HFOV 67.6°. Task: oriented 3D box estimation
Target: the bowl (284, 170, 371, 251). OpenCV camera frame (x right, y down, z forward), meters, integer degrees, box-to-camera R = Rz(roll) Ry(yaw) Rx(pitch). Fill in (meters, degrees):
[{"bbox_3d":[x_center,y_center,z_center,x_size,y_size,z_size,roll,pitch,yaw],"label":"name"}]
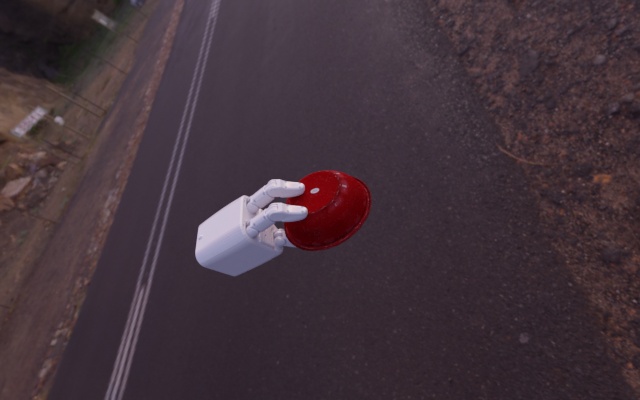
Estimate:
[{"bbox_3d":[0.001,0.002,0.791,0.162,0.162,0.055,0,-39,31],"label":"bowl"}]
